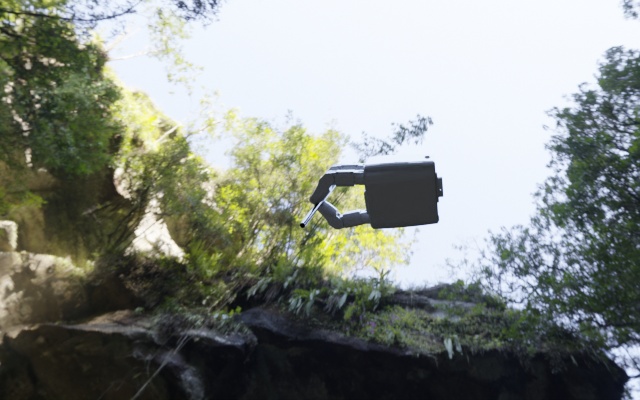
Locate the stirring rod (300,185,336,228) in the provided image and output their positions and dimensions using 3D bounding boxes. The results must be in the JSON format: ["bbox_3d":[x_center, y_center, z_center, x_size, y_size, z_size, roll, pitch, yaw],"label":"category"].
[{"bbox_3d":[0.000,0.003,0.766,0.011,0.011,0.239,0,15,12],"label":"stirring rod"}]
